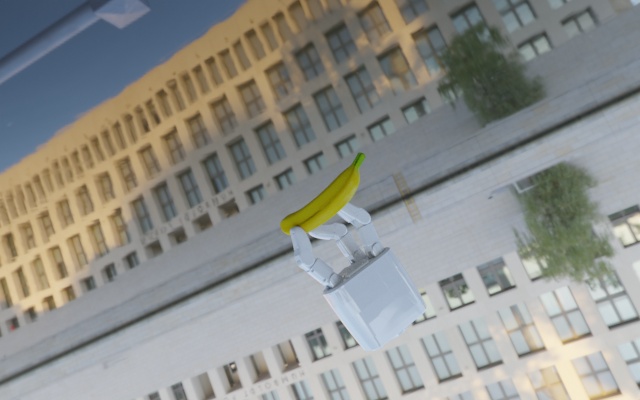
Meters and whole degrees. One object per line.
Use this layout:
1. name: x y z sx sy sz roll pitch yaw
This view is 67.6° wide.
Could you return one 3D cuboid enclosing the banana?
1. banana: -0.004 0.011 0.686 0.198 0.037 0.069 -39 13 37
